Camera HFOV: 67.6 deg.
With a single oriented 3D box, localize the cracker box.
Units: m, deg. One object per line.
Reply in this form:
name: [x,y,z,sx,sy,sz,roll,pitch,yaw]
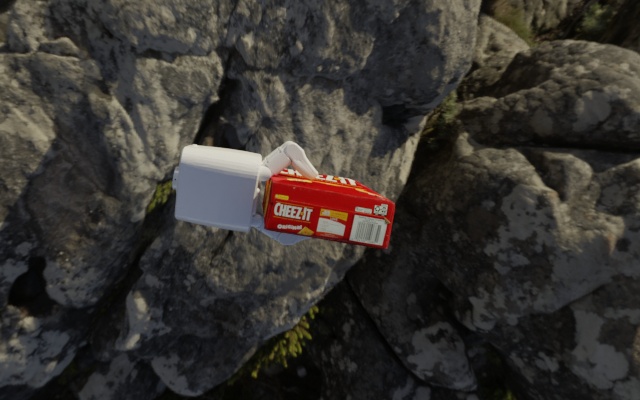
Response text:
cracker box: [0.000,0.003,0.702,0.164,0.072,0.213,10,8,-9]
